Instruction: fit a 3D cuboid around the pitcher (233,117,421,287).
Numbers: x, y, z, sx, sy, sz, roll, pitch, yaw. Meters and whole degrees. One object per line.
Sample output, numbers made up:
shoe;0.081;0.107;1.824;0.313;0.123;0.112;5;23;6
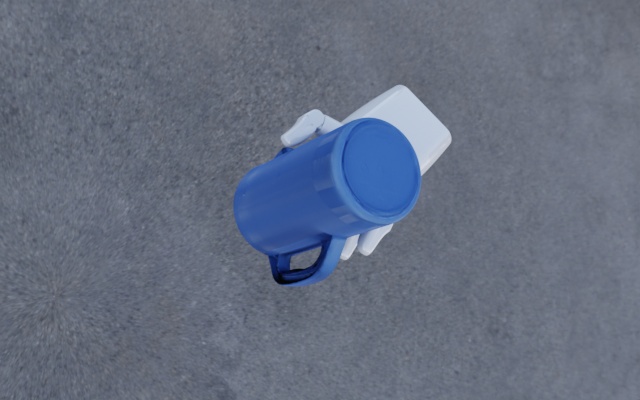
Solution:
pitcher;0.000;0.002;0.555;0.145;0.149;0.243;-40;10;-30
